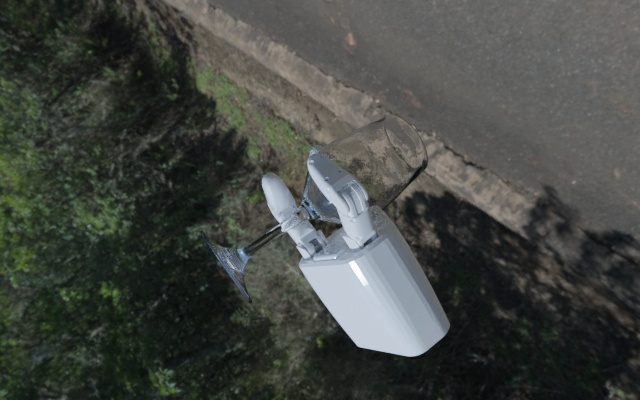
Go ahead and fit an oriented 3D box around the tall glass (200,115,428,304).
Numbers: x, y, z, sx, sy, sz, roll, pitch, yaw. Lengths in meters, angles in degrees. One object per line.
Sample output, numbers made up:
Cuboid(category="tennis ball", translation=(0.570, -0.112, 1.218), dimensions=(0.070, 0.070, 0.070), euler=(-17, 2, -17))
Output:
Cuboid(category="tall glass", translation=(-0.001, 0.002, 0.423), dimensions=(0.201, 0.079, 0.079), euler=(-35, 9, -13))
